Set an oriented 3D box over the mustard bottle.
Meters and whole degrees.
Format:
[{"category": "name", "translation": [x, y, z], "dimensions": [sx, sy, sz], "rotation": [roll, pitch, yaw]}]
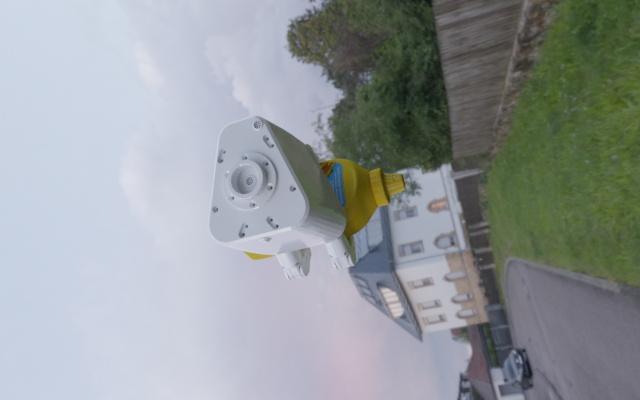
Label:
[{"category": "mustard bottle", "translation": [0.000, 0.002, 0.538], "dimensions": [0.191, 0.096, 0.058], "rotation": [-15, -37, 15]}]
